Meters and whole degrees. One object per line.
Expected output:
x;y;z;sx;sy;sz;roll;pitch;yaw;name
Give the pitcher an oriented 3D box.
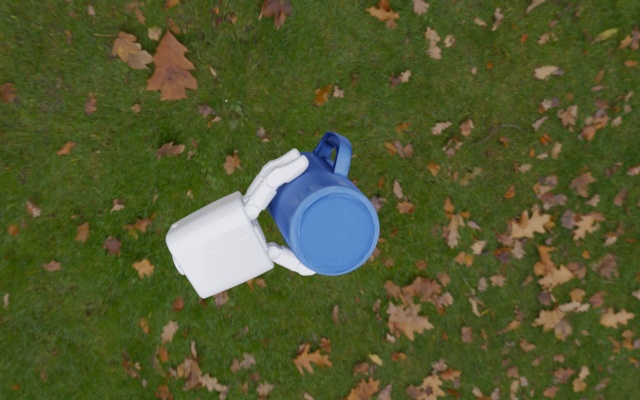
0.000;0.002;0.654;0.145;0.149;0.242;-24;15;-5;pitcher
